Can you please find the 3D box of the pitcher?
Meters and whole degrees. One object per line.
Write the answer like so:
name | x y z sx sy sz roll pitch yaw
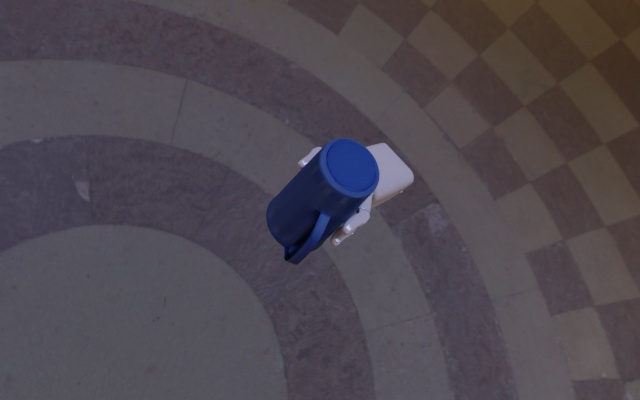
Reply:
pitcher | 0.000 0.003 0.846 0.145 0.149 0.243 -21 -14 -32
